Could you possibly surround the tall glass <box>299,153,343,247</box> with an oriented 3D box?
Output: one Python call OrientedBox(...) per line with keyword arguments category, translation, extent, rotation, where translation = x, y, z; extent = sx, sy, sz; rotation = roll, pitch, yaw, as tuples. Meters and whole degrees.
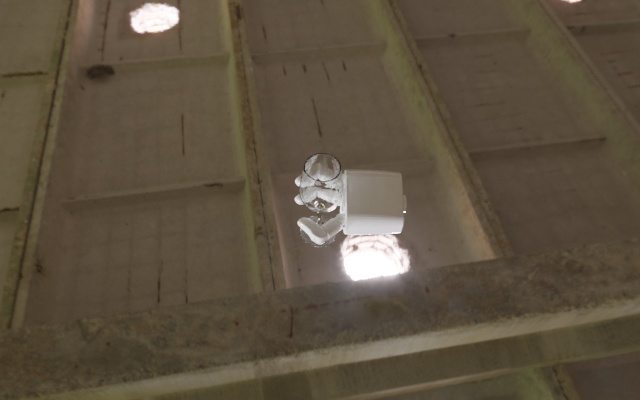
OrientedBox(category="tall glass", translation=(0.000, 0.003, 0.866), extent=(0.079, 0.079, 0.201), rotation=(0, -35, -2))
